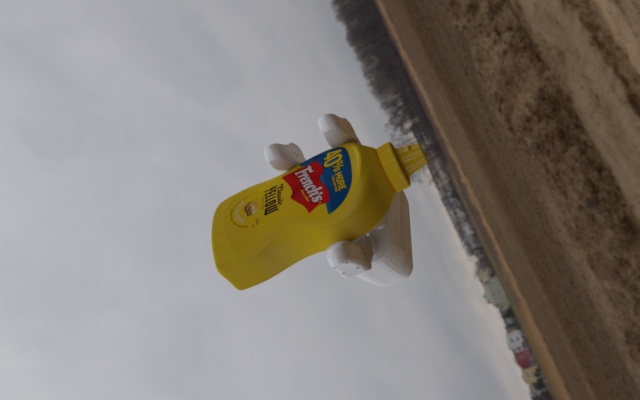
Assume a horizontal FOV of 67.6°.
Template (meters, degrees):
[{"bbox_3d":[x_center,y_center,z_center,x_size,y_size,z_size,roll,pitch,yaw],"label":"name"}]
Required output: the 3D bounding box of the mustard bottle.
[{"bbox_3d":[0.000,0.001,0.409,0.191,0.058,0.096,-25,38,14],"label":"mustard bottle"}]
